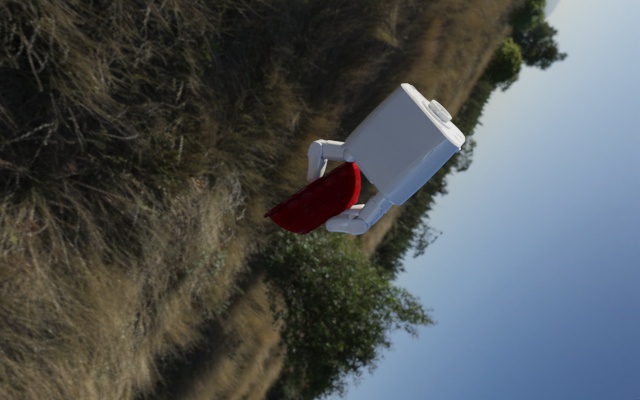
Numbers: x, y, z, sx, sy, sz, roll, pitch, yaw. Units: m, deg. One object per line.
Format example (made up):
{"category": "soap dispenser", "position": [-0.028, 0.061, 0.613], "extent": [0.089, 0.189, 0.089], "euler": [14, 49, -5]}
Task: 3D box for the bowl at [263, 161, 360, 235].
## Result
{"category": "bowl", "position": [-0.001, 0.003, 0.685], "extent": [0.162, 0.055, 0.162], "euler": [-32, 0, 0]}
